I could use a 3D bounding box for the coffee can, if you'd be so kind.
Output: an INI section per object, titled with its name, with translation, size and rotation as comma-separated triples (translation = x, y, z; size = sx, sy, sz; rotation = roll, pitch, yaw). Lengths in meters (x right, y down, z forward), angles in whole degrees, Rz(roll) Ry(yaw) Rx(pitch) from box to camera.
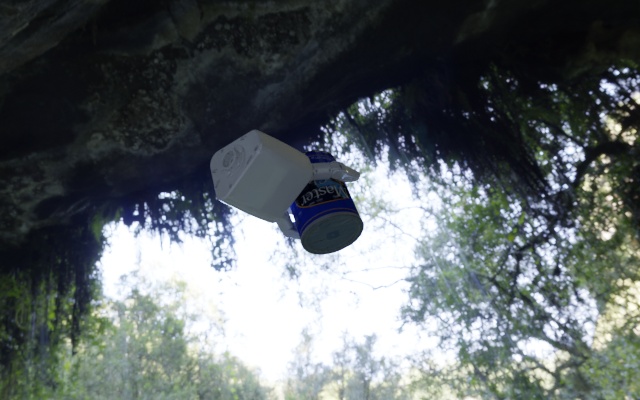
[coffee can]
translation = 0.000, 0.003, 0.782
size = 0.103, 0.140, 0.103
rotation = -13, -37, -10
